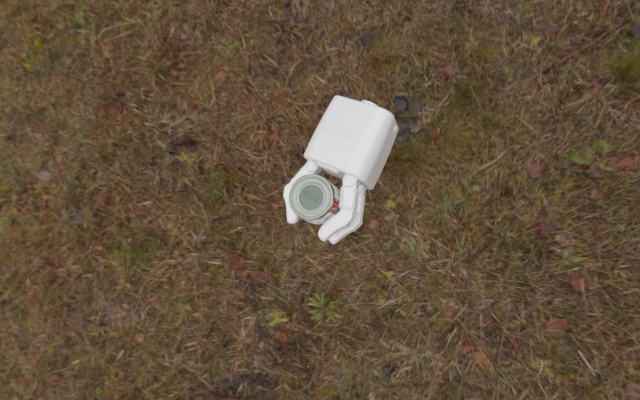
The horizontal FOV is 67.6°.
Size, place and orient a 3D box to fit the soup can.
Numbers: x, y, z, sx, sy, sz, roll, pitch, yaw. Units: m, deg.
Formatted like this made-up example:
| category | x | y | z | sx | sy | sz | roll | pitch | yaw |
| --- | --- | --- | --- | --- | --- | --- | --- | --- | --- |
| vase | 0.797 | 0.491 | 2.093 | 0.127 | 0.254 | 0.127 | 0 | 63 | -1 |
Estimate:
| category | x | y | z | sx | sy | sz | roll | pitch | yaw |
| --- | --- | --- | --- | --- | --- | --- | --- | --- | --- |
| soup can | 0.000 | 0.003 | 0.707 | 0.068 | 0.068 | 0.102 | 0 | -9 | 15 |
